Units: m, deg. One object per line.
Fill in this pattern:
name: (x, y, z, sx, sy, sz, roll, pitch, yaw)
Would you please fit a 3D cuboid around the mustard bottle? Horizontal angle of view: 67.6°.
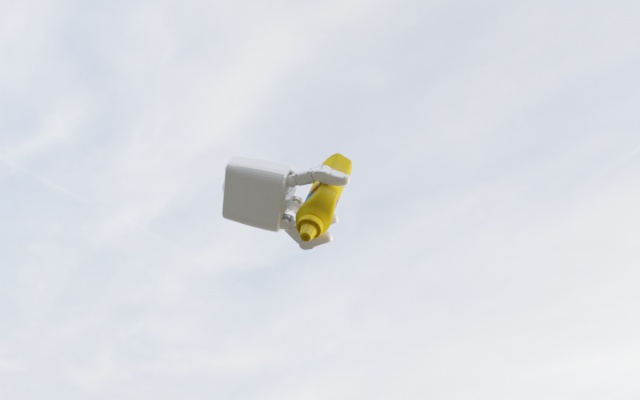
mustard bottle: (0.001, 0.003, 0.804, 0.058, 0.096, 0.191, 32, 37, -5)
